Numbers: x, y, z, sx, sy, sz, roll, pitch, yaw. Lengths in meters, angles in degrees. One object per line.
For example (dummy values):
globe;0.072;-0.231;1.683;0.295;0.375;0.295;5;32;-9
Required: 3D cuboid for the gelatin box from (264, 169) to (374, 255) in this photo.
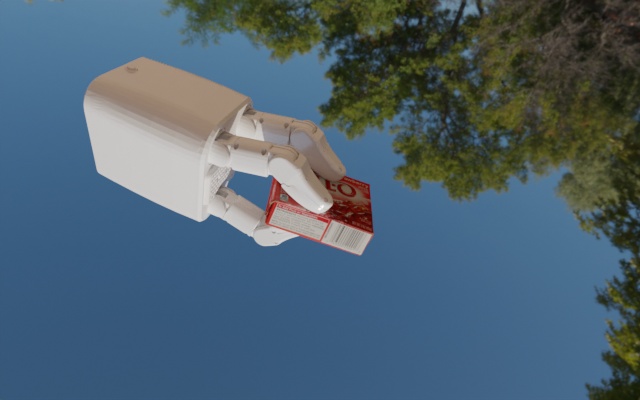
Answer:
gelatin box;0.000;0.002;0.414;0.089;0.030;0.073;19;34;-11
